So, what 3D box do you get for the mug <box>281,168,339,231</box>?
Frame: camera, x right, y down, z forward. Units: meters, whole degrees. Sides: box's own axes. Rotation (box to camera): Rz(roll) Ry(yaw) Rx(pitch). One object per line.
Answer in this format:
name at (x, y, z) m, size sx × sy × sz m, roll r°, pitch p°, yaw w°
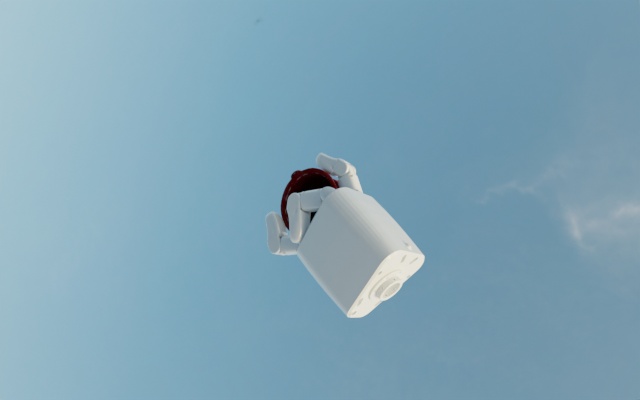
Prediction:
mug at (-0.001, 0.001, 0.661) m, size 0.081 × 0.093 × 0.117 m, roll 18°, pitch 27°, yaw -53°
